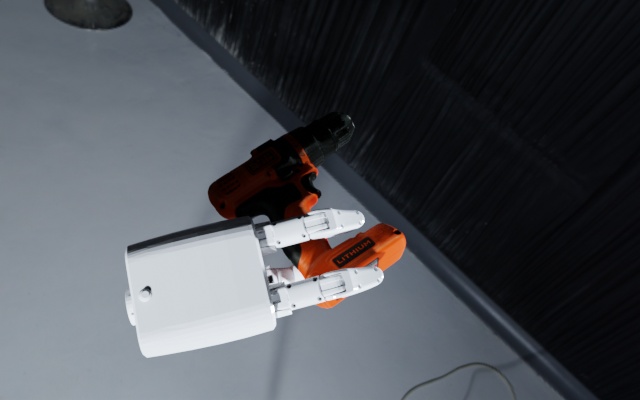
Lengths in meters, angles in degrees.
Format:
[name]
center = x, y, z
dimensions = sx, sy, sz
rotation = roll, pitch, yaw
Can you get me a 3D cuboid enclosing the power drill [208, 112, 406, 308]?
[power drill]
center = 0.000, 0.002, 0.498
dimensions = 0.184, 0.187, 0.057
rotation = -35, -31, -13
